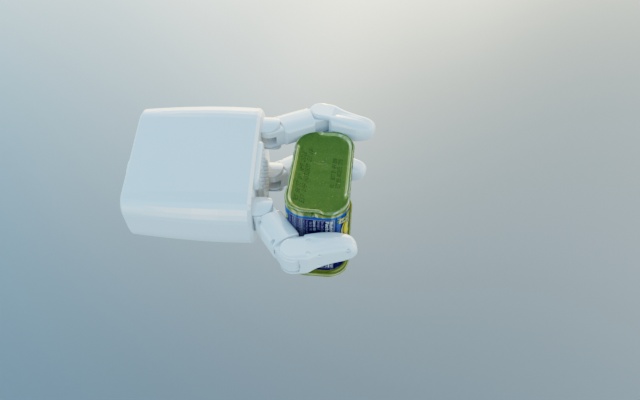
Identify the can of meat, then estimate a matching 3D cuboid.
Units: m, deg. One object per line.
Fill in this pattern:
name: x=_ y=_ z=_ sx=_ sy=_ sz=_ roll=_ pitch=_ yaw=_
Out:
can of meat: x=0.000 y=0.001 z=0.420 sx=0.057 sy=0.102 sz=0.084 roll=4 pitch=-41 yaw=3
